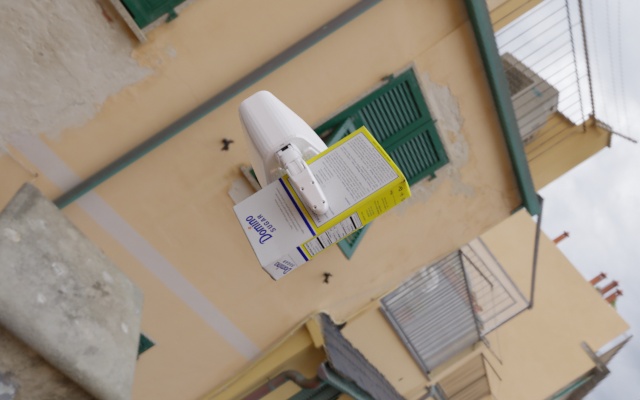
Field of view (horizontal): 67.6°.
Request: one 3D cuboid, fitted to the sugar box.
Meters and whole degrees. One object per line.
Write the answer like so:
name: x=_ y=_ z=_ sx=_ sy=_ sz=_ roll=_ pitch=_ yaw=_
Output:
sugar box: x=0.000 y=0.002 z=0.527 sx=0.176 sy=0.093 sz=0.048 roll=-33 pitch=-36 yaw=0
